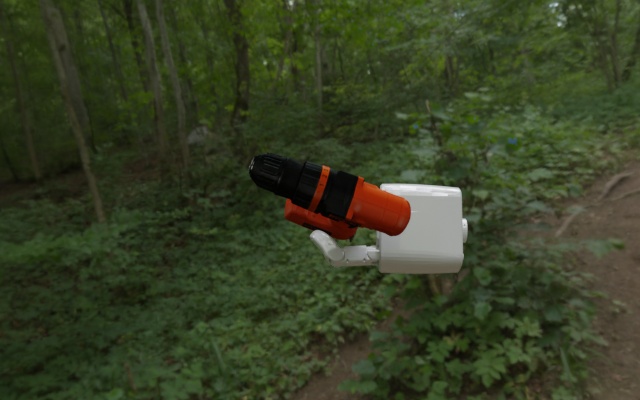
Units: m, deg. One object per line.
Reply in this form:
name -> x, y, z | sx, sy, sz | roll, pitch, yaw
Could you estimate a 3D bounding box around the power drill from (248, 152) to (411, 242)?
power drill -> 0.000, 0.002, 0.589 | 0.184, 0.057, 0.187 | 21, -9, -5
